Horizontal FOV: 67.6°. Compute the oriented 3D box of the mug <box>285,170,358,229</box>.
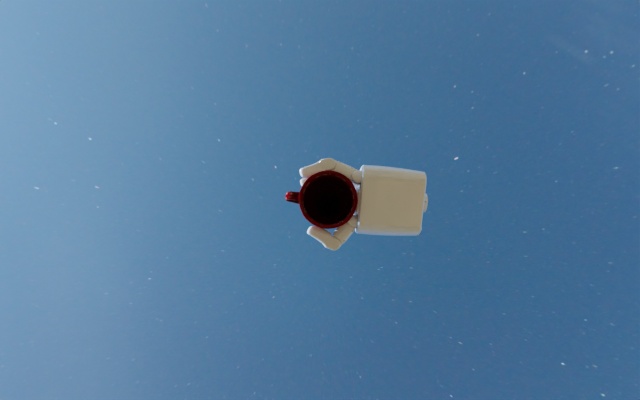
[{"bbox_3d":[-0.001,0.003,0.788,0.117,0.093,0.081,5,-8,0],"label":"mug"}]
